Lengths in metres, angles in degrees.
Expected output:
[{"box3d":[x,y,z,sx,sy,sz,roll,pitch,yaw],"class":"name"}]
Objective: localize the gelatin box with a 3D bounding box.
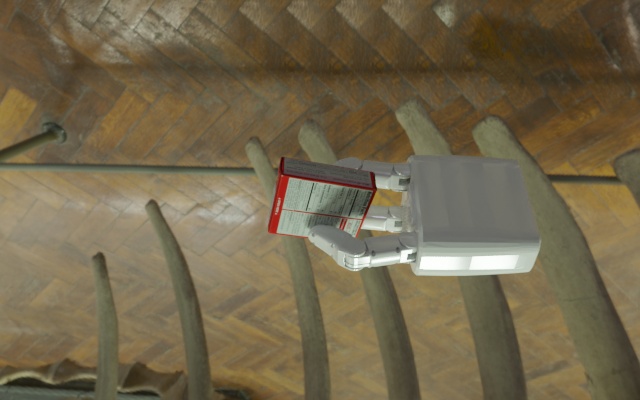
[{"box3d":[0.000,0.002,0.445,0.089,0.073,0.030,8,41,-10],"class":"gelatin box"}]
